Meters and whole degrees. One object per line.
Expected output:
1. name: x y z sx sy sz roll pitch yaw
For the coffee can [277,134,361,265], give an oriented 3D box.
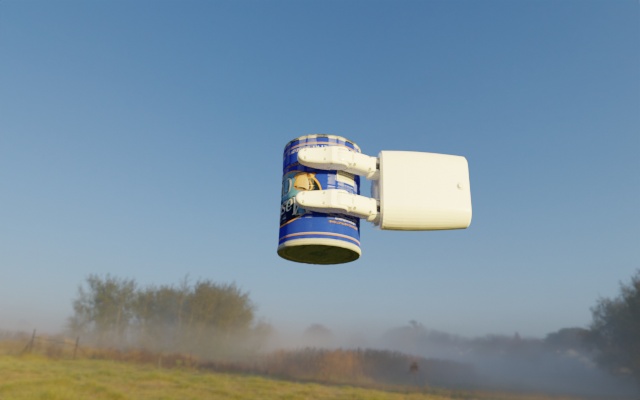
1. coffee can: 0.000 0.002 0.607 0.103 0.140 0.103 2 -21 1
